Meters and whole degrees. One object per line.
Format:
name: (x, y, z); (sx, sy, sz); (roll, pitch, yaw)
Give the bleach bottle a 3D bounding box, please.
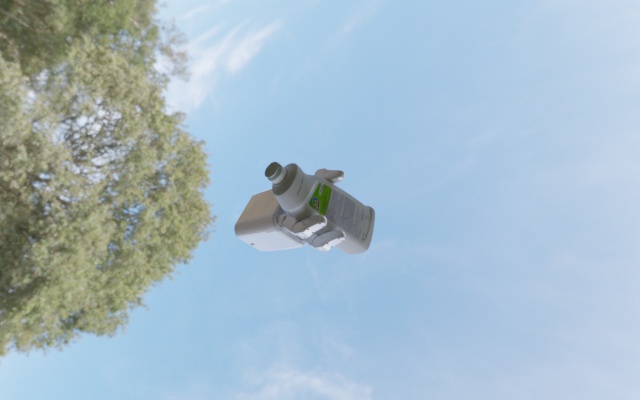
bleach bottle: (0.000, 0.003, 0.828); (0.068, 0.102, 0.251); (-12, -36, 37)
